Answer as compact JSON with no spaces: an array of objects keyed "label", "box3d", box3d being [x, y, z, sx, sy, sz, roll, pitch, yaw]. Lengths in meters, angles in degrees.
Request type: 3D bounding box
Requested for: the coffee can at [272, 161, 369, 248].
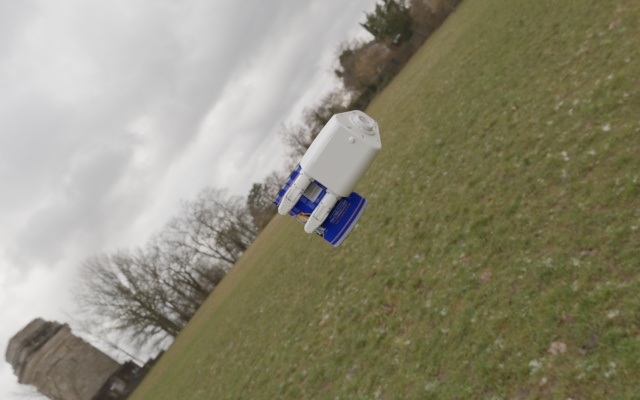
[{"label":"coffee can","box3d":[0.000,0.003,0.854,0.140,0.103,0.103,35,-1,-1]}]
